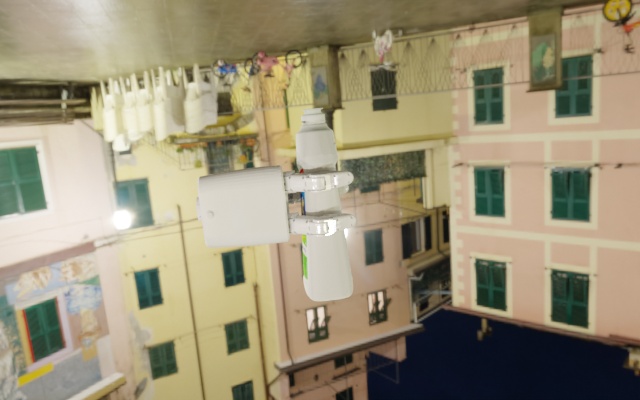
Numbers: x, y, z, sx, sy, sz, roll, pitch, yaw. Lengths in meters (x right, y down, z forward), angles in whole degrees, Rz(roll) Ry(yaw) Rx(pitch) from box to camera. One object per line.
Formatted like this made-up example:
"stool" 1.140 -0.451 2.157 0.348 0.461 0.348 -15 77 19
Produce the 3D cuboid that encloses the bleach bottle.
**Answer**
"bleach bottle" 0.000 0.002 0.651 0.068 0.251 0.102 -6 10 -5
